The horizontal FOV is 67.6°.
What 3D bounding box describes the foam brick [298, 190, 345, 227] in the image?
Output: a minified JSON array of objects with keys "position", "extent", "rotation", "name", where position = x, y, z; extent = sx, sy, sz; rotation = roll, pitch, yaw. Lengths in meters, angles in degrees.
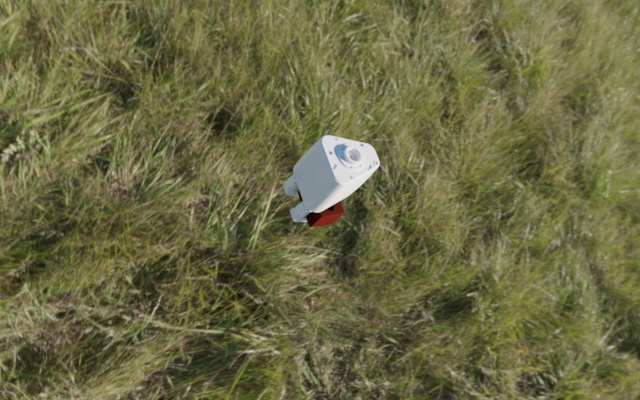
[{"position":[0.000,0.003,0.878],"extent":[0.053,0.078,0.051],"rotation":[-9,-19,-33],"name":"foam brick"}]
